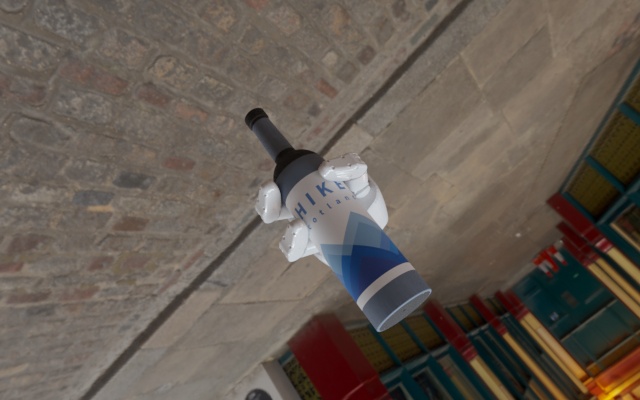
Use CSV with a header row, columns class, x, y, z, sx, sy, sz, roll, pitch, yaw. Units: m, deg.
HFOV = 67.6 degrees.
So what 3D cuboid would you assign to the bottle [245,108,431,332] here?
class,x,y,z,sx,sy,sz,roll,pitch,yaw
bottle,0.000,0.002,0.524,0.069,0.295,0.069,-30,-26,-16
